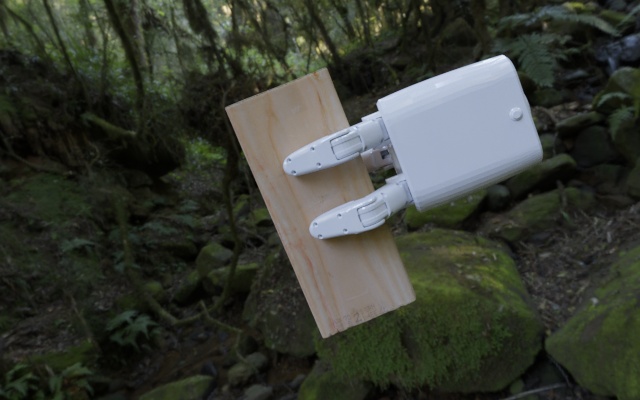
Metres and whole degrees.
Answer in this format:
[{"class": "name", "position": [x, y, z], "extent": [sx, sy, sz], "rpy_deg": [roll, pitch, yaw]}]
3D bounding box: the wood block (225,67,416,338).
[{"class": "wood block", "position": [0.000, 0.001, 0.431], "extent": [0.090, 0.206, 0.091], "rpy_deg": [-22, 7, -1]}]
